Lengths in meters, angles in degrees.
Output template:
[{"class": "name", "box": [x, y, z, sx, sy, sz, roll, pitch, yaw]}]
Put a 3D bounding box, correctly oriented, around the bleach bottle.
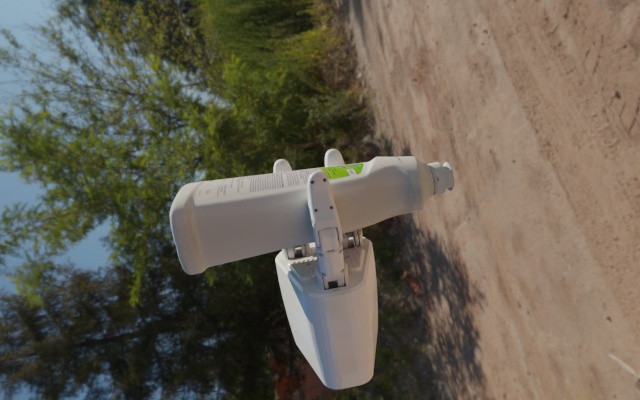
[{"class": "bleach bottle", "box": [0.000, 0.001, 0.439, 0.251, 0.068, 0.102, -10, 20, -3]}]
